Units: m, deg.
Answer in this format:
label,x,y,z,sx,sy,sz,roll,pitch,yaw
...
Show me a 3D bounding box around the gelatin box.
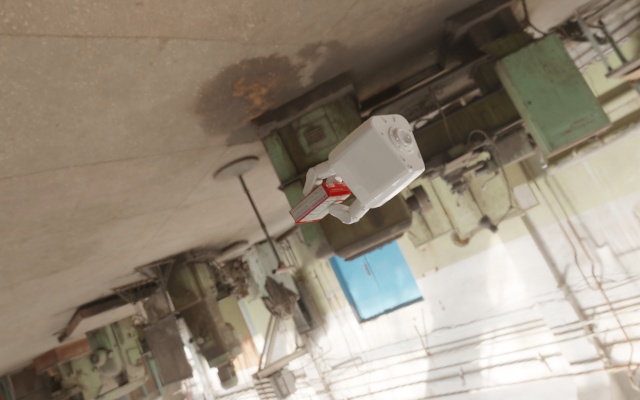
label,x,y,z,sx,sy,sz,roll,pitch,yaw
gelatin box,0.000,0.003,0.833,0.089,0.030,0.073,-41,-18,29
